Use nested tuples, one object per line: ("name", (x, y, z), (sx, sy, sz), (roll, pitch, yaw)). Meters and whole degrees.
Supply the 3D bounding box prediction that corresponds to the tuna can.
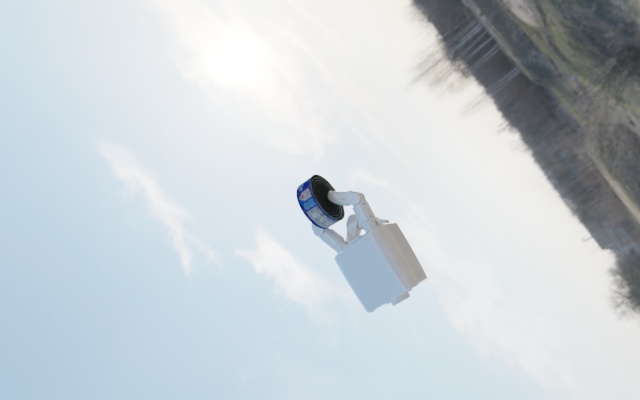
("tuna can", (0.000, 0.003, 0.775), (0.034, 0.086, 0.086), (-33, -15, 25))
